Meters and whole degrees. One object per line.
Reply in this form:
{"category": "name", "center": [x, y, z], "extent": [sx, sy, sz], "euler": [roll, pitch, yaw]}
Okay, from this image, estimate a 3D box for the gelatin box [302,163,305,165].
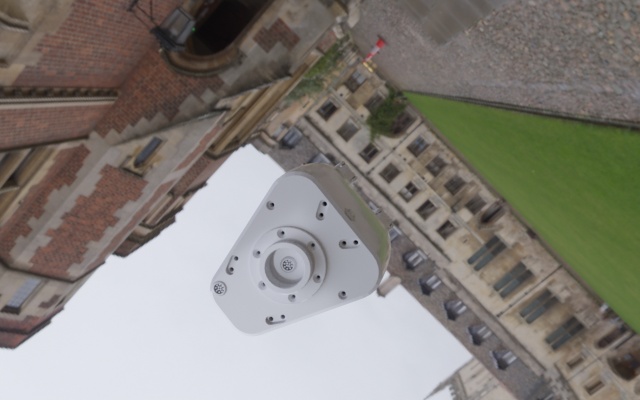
{"category": "gelatin box", "center": [0.000, 0.002, 0.489], "extent": [0.073, 0.030, 0.089], "euler": [45, 7, -11]}
